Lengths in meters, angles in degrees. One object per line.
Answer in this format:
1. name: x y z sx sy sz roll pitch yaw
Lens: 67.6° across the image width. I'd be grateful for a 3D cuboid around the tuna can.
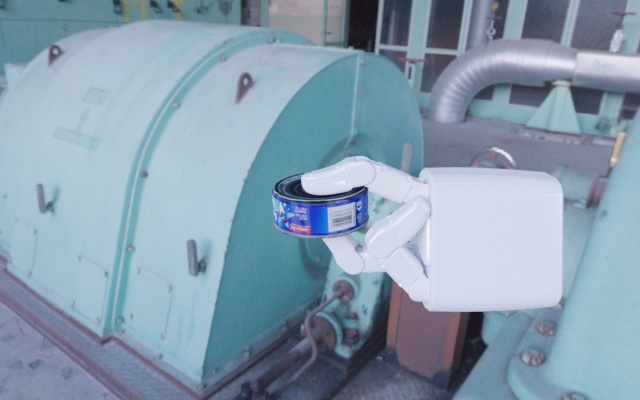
1. tuna can: 0.000 0.001 0.424 0.086 0.034 0.086 -3 20 1
